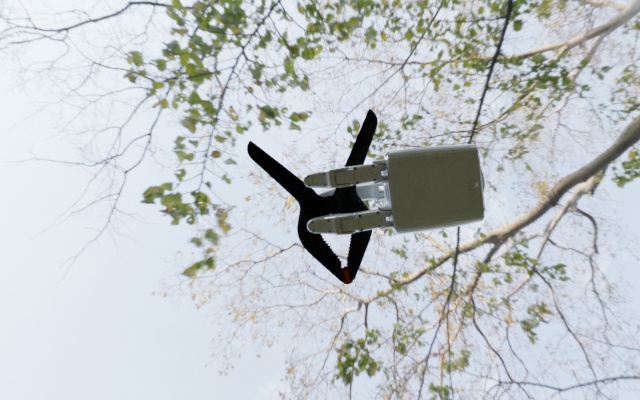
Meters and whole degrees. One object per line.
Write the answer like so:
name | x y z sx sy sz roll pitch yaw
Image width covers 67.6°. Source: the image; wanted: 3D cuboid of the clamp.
clamp | 0.000 0.002 0.596 0.164 0.210 0.036 -7 5 6
